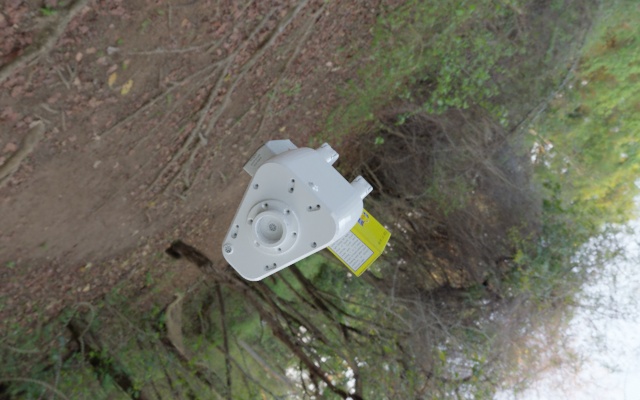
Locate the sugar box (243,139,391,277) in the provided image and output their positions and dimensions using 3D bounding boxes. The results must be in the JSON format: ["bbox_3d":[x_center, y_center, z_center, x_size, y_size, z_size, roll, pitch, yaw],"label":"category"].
[{"bbox_3d":[0.000,0.002,0.556,0.048,0.176,0.093,-46,-3,16],"label":"sugar box"}]
